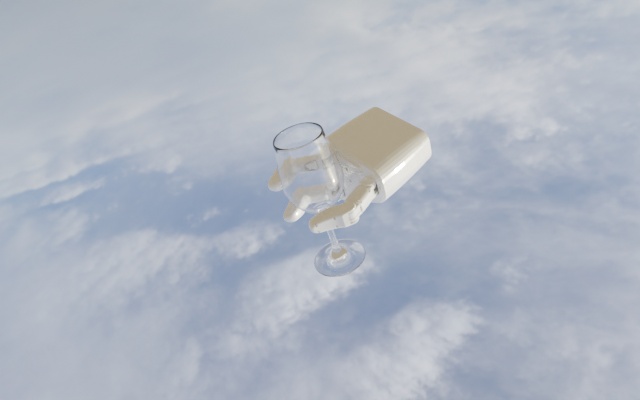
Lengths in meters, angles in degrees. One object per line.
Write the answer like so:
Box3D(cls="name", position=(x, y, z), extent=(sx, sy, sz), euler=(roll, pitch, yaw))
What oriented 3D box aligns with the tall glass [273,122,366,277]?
Box3D(cls="tall glass", position=(0.000, 0.003, 0.612), extent=(0.079, 0.201, 0.079), euler=(-13, 35, 9))
